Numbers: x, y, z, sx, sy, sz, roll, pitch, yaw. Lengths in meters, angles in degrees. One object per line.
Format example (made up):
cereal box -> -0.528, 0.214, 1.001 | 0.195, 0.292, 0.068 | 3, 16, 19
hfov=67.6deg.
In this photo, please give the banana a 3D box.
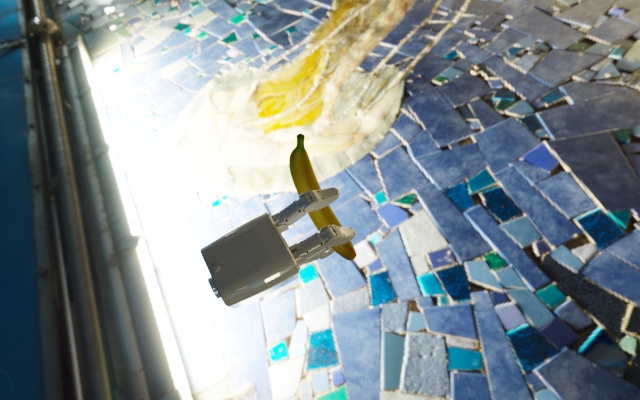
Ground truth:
banana -> -0.004, 0.002, 0.710 | 0.037, 0.198, 0.069 | -24, -4, -13
